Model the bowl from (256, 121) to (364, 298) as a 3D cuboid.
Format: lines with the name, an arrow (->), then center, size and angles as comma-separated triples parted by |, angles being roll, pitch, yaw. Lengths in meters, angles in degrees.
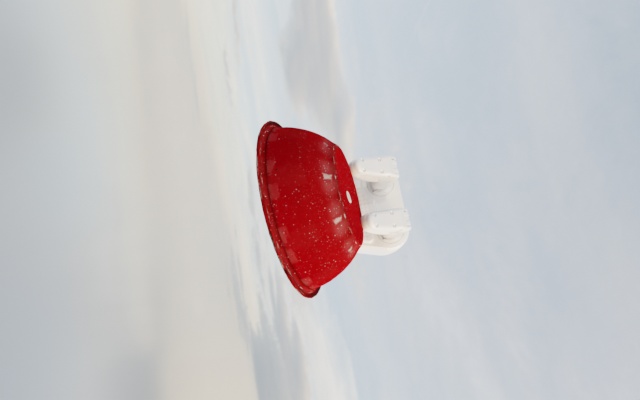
bowl -> 0.000, 0.001, 0.423 | 0.055, 0.162, 0.162 | -14, -3, 13
